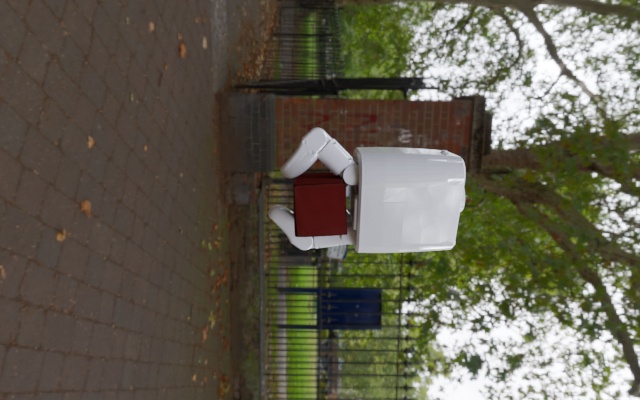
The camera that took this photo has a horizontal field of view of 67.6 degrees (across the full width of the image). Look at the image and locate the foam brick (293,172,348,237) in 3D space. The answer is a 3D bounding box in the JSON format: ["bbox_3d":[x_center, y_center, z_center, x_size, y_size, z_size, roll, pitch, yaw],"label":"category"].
[{"bbox_3d":[0.000,0.002,0.489,0.051,0.053,0.078,-2,12,0],"label":"foam brick"}]
